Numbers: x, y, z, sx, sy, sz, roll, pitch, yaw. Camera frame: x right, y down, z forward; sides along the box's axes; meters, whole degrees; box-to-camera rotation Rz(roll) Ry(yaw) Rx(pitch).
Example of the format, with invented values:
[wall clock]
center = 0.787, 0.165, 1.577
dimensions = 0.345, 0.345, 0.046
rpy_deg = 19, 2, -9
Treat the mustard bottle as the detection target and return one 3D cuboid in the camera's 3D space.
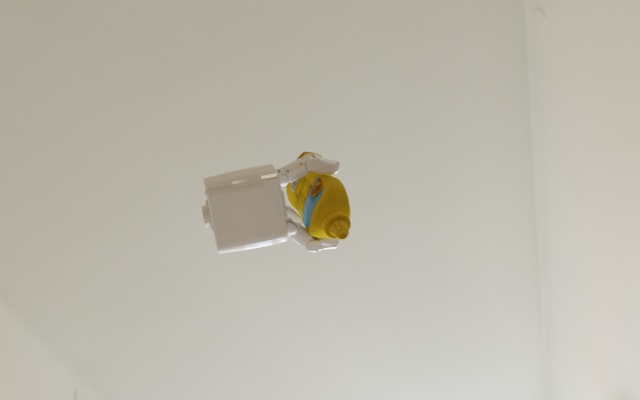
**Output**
[mustard bottle]
center = 0.000, 0.002, 0.744
dimensions = 0.058, 0.096, 0.191
rpy_deg = 11, 24, -26
